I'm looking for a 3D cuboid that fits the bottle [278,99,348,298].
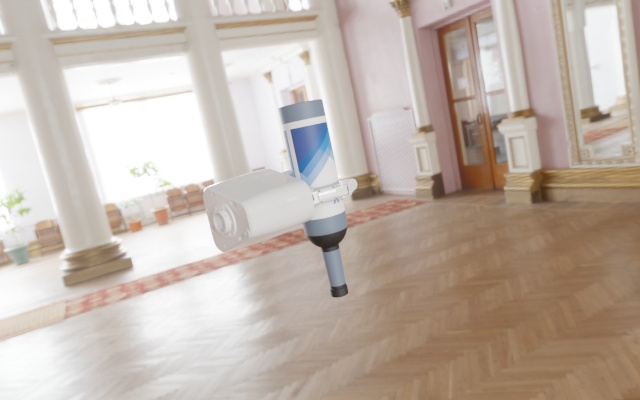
[{"bbox_3d":[0.000,0.002,0.714,0.069,0.296,0.069,-12,9,2],"label":"bottle"}]
